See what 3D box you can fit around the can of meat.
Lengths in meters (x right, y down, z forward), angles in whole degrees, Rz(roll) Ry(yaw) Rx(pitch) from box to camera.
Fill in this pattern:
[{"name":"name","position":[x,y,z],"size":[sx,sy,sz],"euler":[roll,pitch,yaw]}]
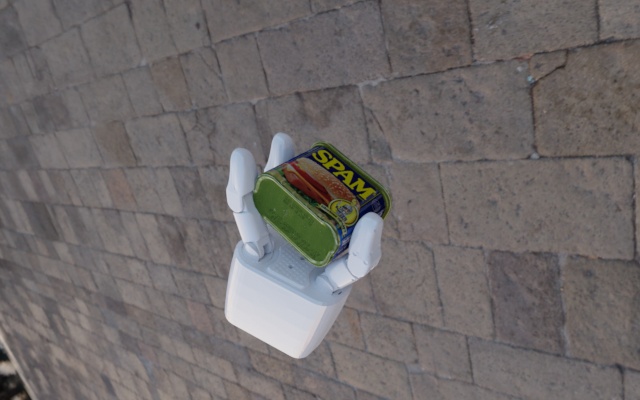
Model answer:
[{"name":"can of meat","position":[0.000,0.002,0.439],"size":[0.102,0.057,0.084],"euler":[41,44,17]}]
